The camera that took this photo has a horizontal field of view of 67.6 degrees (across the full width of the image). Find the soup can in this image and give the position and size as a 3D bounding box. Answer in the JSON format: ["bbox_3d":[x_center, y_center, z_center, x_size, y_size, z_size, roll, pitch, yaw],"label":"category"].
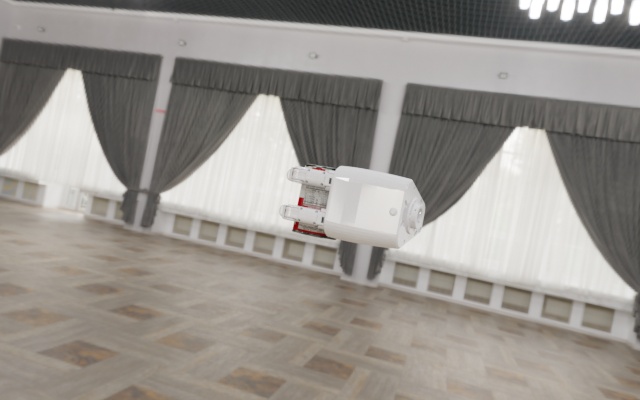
[{"bbox_3d":[0.000,0.002,0.709,0.068,0.102,0.068,11,-1,0],"label":"soup can"}]
